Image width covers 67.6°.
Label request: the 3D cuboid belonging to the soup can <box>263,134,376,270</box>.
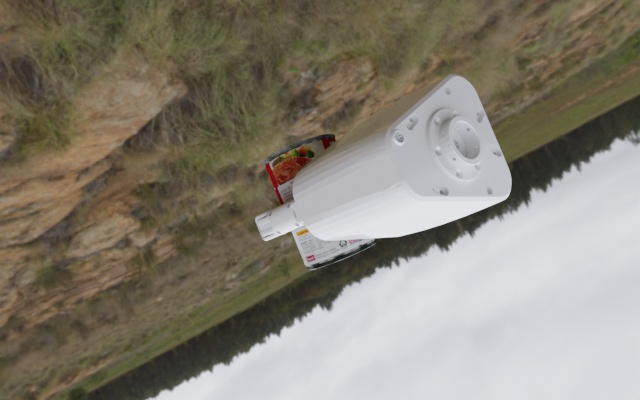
[{"bbox_3d":[0.000,0.002,0.419,0.068,0.102,0.068,-22,-2,-1],"label":"soup can"}]
